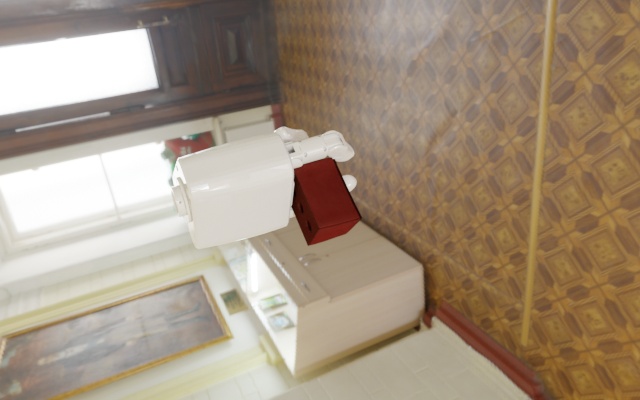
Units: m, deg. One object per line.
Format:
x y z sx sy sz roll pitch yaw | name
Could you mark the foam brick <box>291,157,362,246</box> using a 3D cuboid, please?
0.000 0.002 0.523 0.051 0.078 0.053 -16 -19 -24 | foam brick
